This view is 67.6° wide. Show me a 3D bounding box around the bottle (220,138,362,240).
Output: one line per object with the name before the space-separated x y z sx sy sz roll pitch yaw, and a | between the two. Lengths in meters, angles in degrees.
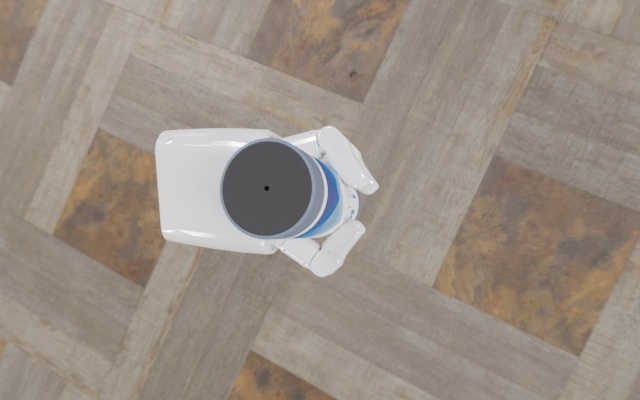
bottle | 0.000 0.001 0.451 0.069 0.069 0.296 0 -4 14
